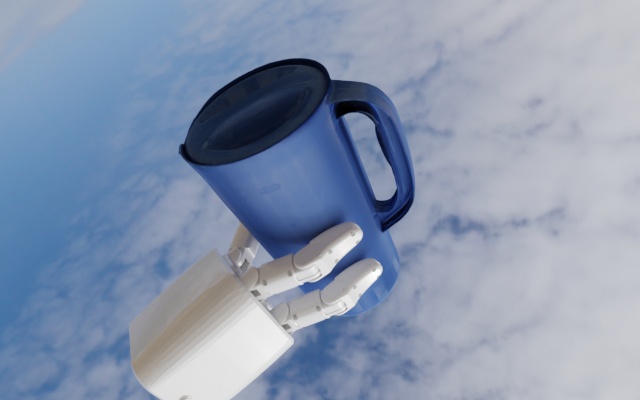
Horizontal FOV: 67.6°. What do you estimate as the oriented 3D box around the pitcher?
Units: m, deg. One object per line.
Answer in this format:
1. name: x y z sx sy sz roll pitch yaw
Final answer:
1. pitcher: 0.000 0.002 0.443 0.145 0.243 0.149 -42 41 -13
